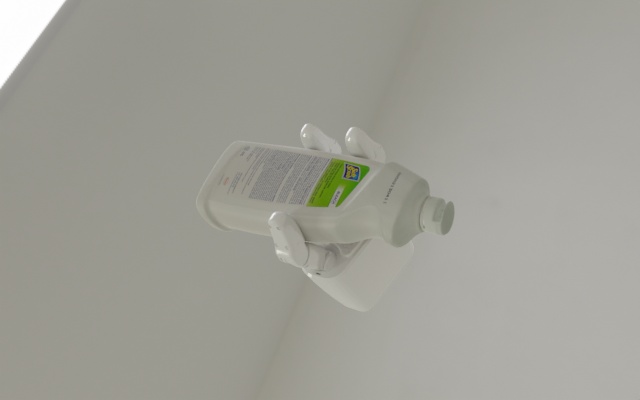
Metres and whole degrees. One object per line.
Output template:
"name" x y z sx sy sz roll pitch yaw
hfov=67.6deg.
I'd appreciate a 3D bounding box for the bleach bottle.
"bleach bottle" 0.000 0.001 0.461 0.251 0.102 0.068 11 -25 34
